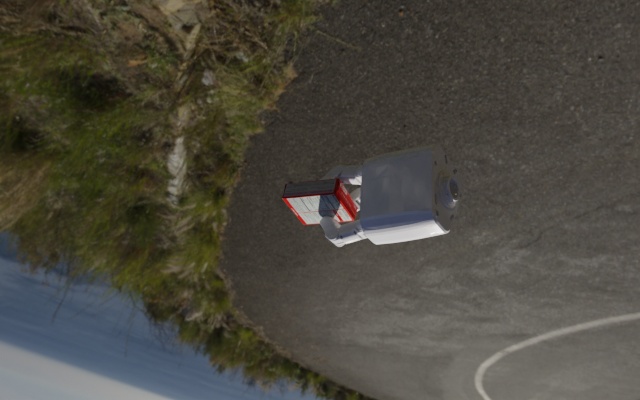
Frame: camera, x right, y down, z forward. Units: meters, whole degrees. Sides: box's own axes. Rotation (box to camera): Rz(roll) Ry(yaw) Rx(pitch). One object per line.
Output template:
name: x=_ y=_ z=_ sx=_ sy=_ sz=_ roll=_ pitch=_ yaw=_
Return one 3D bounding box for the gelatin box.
gelatin box: x=0.000 y=0.003 z=0.698 sx=0.089 sy=0.030 sz=0.073 roll=-6 pitch=-37 yaw=26
